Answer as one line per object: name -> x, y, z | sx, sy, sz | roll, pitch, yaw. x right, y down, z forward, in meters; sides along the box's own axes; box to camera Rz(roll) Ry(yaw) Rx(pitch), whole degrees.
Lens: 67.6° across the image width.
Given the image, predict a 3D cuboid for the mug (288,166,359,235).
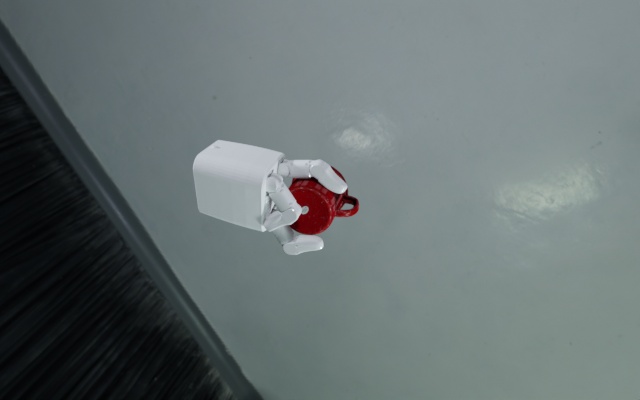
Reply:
mug -> 0.001, 0.003, 0.723 | 0.117, 0.093, 0.081 | 14, 29, 9
